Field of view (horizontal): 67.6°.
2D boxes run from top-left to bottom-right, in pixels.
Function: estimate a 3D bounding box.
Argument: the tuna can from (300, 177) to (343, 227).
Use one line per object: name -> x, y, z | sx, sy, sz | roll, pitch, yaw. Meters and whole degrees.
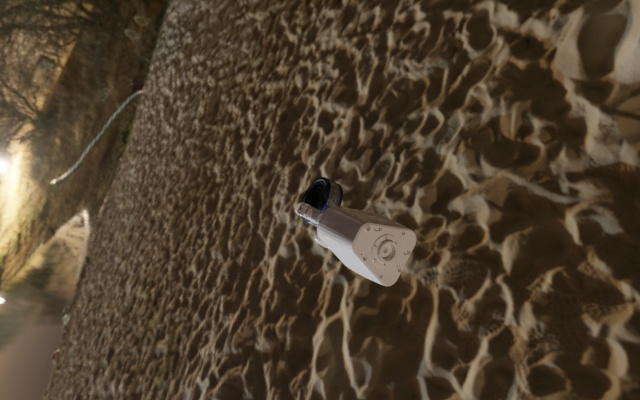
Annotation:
tuna can -> 0.000, 0.002, 0.835 | 0.034, 0.086, 0.086 | 26, -13, -27
